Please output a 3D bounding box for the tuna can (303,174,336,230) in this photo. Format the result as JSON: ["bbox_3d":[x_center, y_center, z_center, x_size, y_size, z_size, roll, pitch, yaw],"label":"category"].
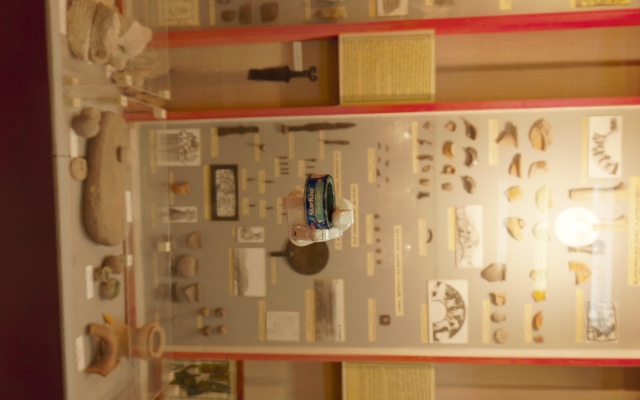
[{"bbox_3d":[0.001,0.002,0.729,0.034,0.086,0.086,-1,0,12],"label":"tuna can"}]
